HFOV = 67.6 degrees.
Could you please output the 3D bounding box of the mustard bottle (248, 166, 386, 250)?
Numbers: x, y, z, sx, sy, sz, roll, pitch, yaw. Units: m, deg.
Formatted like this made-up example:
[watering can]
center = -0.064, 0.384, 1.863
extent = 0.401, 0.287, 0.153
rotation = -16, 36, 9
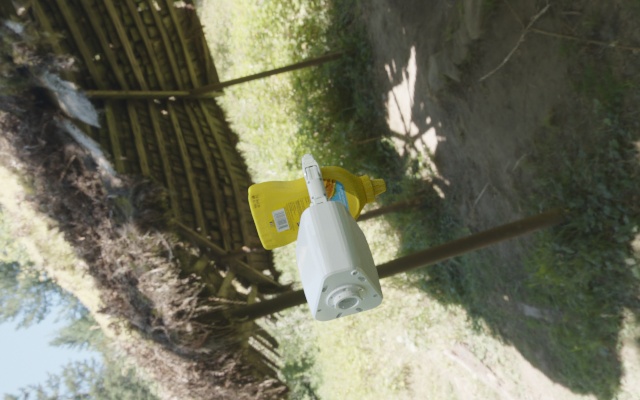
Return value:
[mustard bottle]
center = 0.000, 0.002, 0.683
extent = 0.191, 0.096, 0.058
rotation = -15, 24, -2
